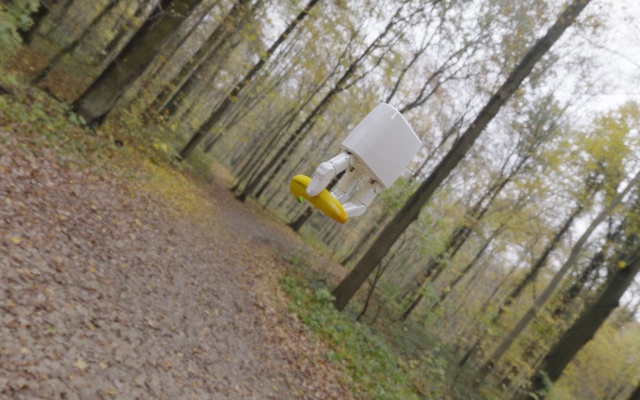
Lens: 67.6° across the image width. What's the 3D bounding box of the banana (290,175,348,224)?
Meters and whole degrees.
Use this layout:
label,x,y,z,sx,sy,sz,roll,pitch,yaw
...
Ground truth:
label,x,y,z,sx,sy,sz,roll,pitch,yaw
banana,-0.013,-0.010,0.843,0.070,0.037,0.197,47,-9,-25
